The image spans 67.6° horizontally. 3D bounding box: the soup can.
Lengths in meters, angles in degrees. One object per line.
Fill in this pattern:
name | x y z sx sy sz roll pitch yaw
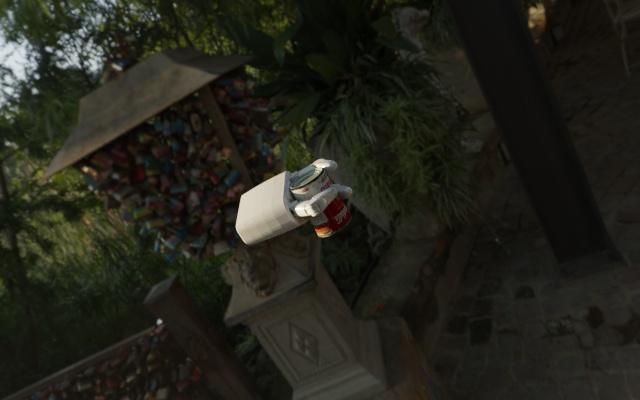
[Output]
soup can | 0.000 0.002 0.825 0.068 0.102 0.068 -28 18 10
